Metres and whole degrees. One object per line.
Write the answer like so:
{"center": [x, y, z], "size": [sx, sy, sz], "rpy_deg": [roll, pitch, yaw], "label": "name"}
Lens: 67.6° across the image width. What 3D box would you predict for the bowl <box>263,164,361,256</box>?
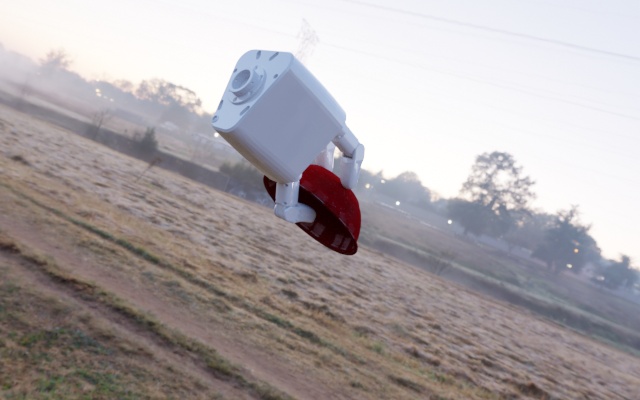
{"center": [0.001, 0.003, 0.650], "size": [0.162, 0.055, 0.162], "rpy_deg": [36, -20, 15], "label": "bowl"}
